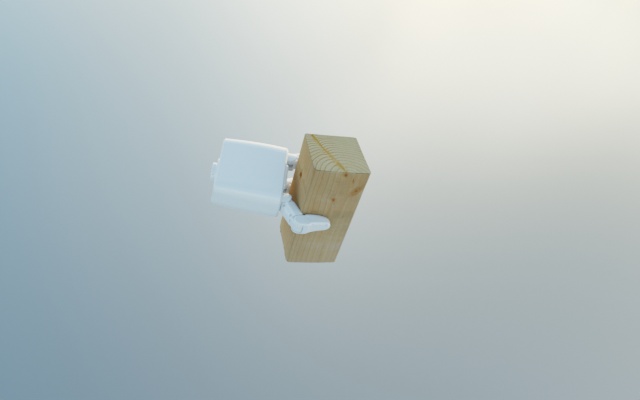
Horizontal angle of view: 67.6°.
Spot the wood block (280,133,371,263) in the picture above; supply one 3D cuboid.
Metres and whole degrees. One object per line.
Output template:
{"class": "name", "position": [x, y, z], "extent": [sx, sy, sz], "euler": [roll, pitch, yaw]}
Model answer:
{"class": "wood block", "position": [0.000, 0.003, 0.786], "extent": [0.090, 0.206, 0.090], "euler": [3, 43, -18]}
